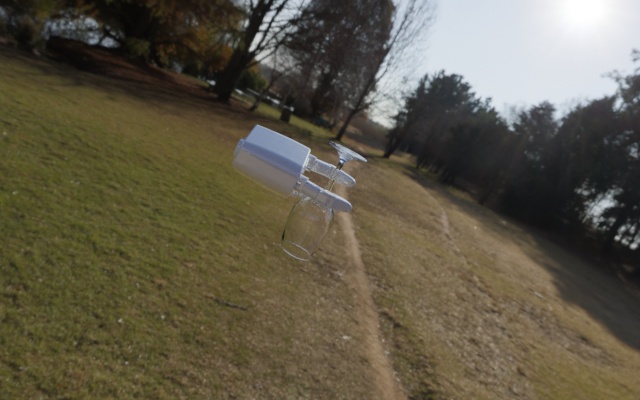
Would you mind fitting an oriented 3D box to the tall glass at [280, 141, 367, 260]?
[{"bbox_3d":[0.001,0.002,0.824,0.079,0.201,0.079,26,12,-6],"label":"tall glass"}]
